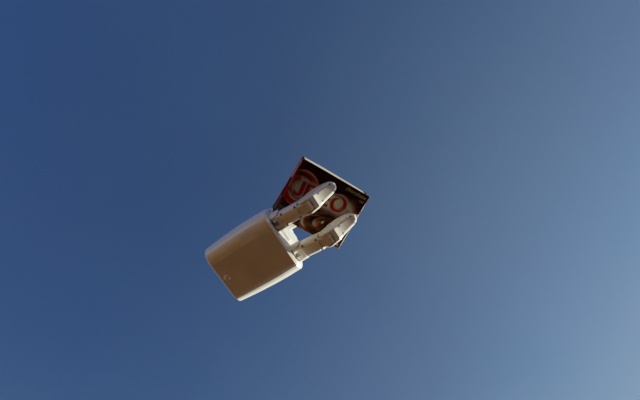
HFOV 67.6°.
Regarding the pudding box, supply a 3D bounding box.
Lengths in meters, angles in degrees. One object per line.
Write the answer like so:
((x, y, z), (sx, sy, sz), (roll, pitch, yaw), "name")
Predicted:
((0.000, 0.002, 0.692), (0.113, 0.090, 0.039), (29, 10, -11), "pudding box")
